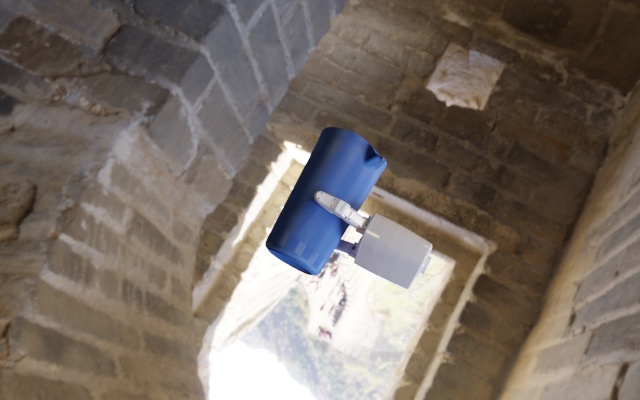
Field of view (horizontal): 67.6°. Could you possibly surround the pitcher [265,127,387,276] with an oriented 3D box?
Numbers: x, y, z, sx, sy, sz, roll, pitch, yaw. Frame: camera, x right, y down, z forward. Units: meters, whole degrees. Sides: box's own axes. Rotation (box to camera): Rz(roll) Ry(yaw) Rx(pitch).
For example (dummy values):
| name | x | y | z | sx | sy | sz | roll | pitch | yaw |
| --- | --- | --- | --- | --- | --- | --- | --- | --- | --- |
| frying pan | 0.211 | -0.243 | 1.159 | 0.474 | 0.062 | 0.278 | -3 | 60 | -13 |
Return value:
| name | x | y | z | sx | sy | sz | roll | pitch | yaw |
| --- | --- | --- | --- | --- | --- | --- | --- | --- | --- |
| pitcher | 0.000 | 0.003 | 0.845 | 0.145 | 0.242 | 0.149 | 27 | -16 | 11 |
